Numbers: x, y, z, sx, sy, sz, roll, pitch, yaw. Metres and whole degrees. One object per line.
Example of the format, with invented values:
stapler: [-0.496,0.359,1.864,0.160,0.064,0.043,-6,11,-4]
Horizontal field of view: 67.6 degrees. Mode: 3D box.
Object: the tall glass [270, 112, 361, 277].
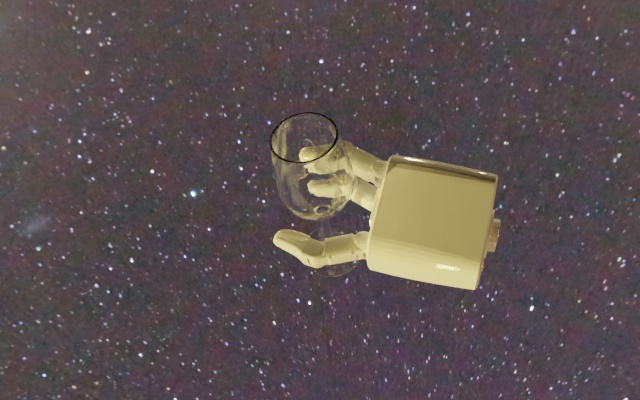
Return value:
tall glass: [0.000,0.002,0.499,0.079,0.079,0.201,0,-36,11]
